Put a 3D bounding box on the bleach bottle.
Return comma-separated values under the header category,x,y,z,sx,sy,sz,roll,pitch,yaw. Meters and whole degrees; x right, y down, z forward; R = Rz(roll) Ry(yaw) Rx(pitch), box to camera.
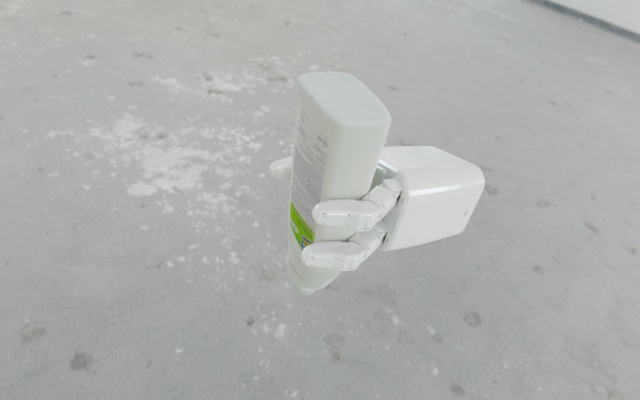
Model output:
category,x,y,z,sx,sy,sz,roll,pitch,yaw
bleach bottle,0.000,0.002,0.505,0.068,0.251,0.102,-8,43,-25
